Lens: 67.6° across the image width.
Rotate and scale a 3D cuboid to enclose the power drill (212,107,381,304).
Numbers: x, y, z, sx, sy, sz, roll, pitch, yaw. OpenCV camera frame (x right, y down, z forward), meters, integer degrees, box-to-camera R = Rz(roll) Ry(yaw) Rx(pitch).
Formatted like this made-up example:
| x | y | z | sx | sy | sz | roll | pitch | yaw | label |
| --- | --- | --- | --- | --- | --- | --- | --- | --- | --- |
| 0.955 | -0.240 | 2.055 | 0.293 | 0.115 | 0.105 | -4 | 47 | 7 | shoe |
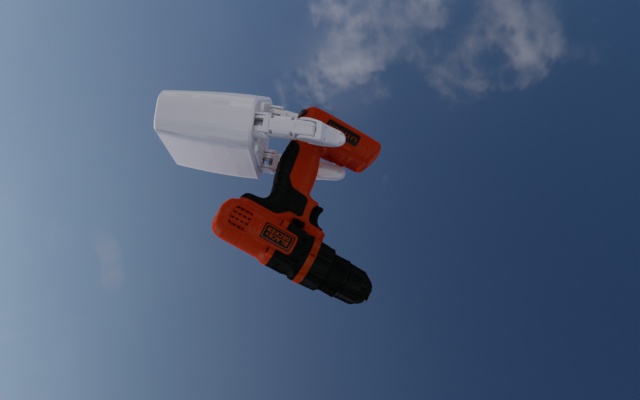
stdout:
| x | y | z | sx | sy | sz | roll | pitch | yaw | label |
| --- | --- | --- | --- | --- | --- | --- | --- | --- | --- |
| 0.000 | 0.001 | 0.532 | 0.184 | 0.187 | 0.057 | 30 | -26 | -7 | power drill |
